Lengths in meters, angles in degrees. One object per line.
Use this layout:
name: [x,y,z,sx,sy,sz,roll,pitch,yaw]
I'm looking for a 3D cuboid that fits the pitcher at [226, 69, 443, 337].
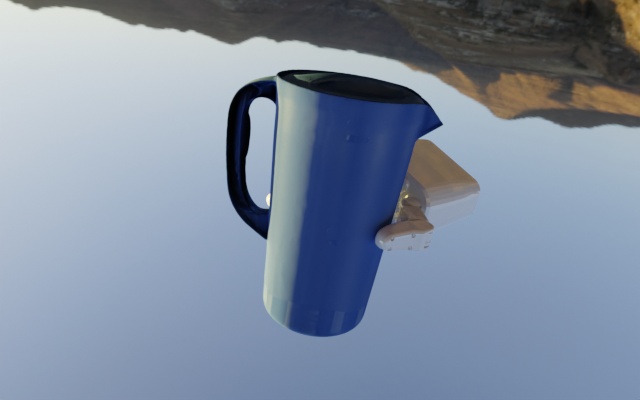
pitcher: [0.000,0.001,0.457,0.145,0.243,0.149,-11,30,-41]
